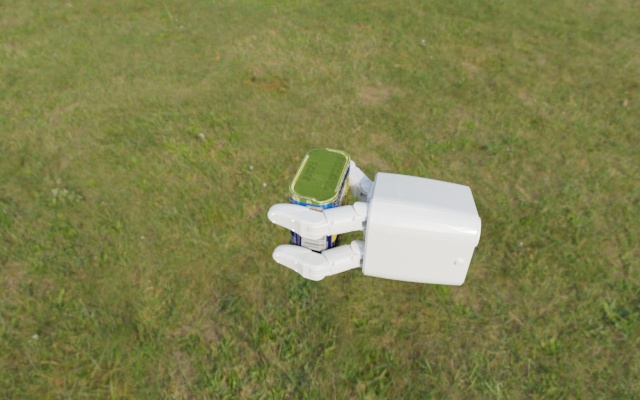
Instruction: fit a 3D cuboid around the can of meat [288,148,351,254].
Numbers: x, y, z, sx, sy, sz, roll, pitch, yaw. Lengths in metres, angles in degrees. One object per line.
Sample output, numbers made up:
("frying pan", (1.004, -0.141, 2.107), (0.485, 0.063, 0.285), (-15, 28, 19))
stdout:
("can of meat", (0.000, 0.001, 0.533), (0.057, 0.084, 0.102), (10, 40, 10))
